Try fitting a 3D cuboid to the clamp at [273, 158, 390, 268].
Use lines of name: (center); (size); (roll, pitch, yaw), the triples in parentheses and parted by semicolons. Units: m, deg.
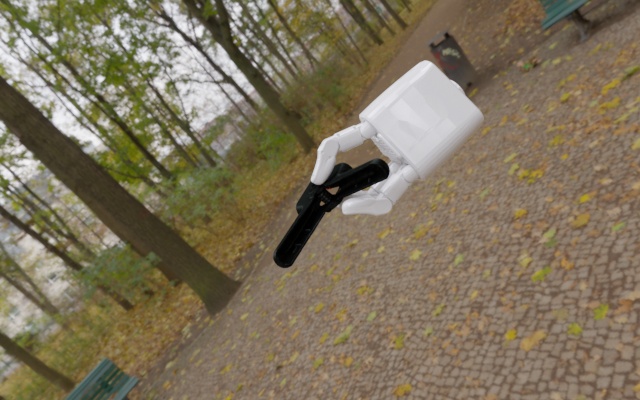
clamp: (0.000, 0.001, 0.606); (0.164, 0.036, 0.210); (-43, 12, 1)
